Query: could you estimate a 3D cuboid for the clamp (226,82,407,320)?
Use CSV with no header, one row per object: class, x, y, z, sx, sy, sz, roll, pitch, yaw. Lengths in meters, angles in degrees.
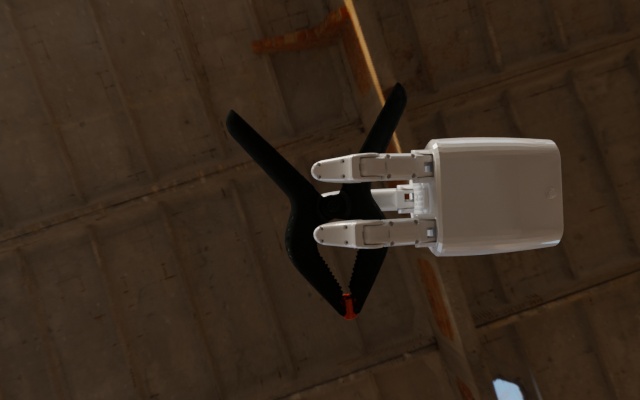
clamp,0.000,0.002,0.434,0.164,0.210,0.036,-2,0,1
